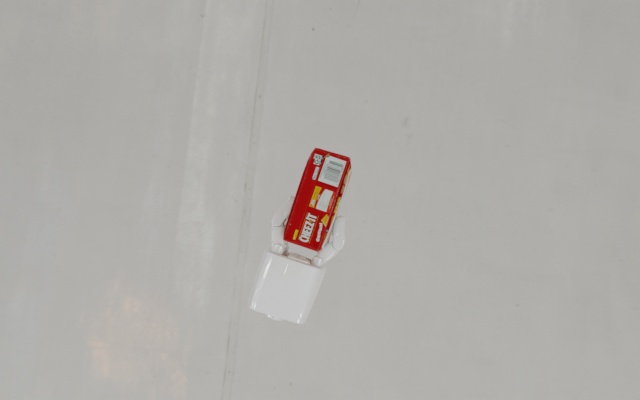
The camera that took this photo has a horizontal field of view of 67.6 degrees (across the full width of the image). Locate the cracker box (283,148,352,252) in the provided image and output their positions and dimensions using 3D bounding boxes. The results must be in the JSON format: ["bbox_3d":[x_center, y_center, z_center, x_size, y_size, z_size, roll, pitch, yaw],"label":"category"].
[{"bbox_3d":[0.000,0.003,0.876,0.072,0.164,0.214,18,-1,5],"label":"cracker box"}]
